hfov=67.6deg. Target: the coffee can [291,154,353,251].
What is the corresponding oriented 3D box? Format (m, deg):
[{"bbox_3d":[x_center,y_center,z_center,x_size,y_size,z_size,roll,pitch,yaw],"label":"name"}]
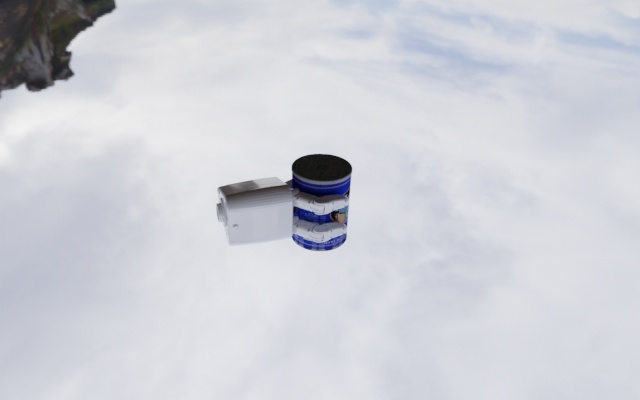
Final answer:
[{"bbox_3d":[0.000,0.003,0.835,0.103,0.140,0.102,2,31,-1],"label":"coffee can"}]
